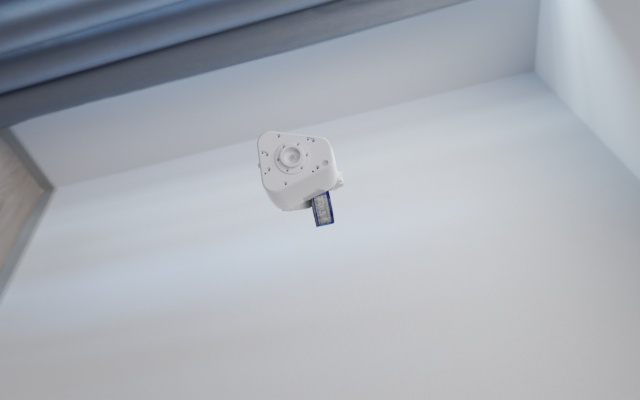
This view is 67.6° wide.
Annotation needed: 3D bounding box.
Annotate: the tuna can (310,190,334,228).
[{"bbox_3d":[0.001,0.003,0.842,0.034,0.086,0.086,-12,0,-2],"label":"tuna can"}]
